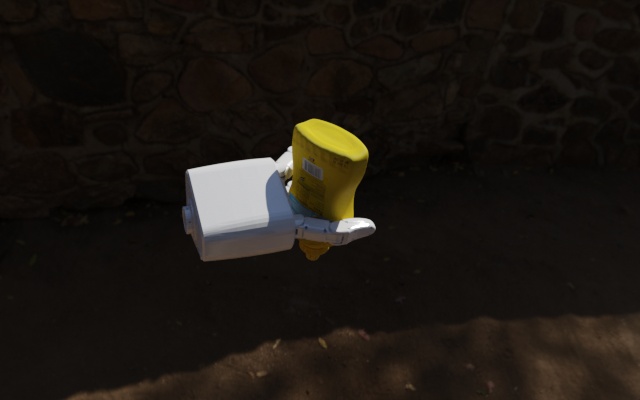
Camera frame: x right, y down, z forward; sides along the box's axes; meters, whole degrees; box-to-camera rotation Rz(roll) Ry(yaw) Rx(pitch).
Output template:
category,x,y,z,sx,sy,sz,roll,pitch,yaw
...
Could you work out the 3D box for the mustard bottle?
category,x,y,z,sx,sy,sz,roll,pitch,yaw
mustard bottle,0.000,0.002,0.601,0.096,0.192,0.058,33,43,29
